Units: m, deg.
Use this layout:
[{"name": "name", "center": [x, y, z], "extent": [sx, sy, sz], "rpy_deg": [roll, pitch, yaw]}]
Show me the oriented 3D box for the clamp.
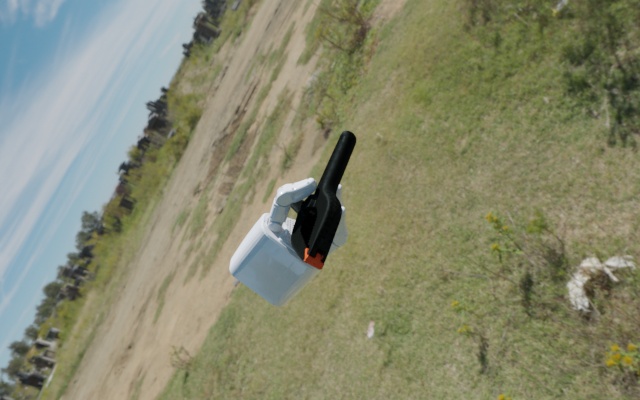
[{"name": "clamp", "center": [-0.001, 0.002, 0.666], "extent": [0.036, 0.165, 0.209], "rpy_deg": [30, 30, -23]}]
